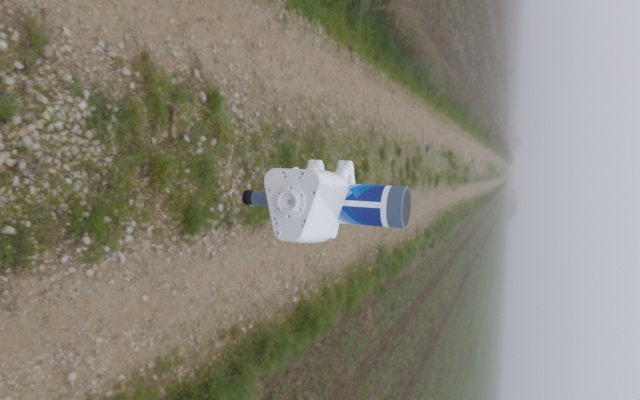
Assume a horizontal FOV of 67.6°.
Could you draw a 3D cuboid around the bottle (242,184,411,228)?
[{"bbox_3d":[0.000,0.003,0.809,0.295,0.069,0.069,4,1,23],"label":"bottle"}]
